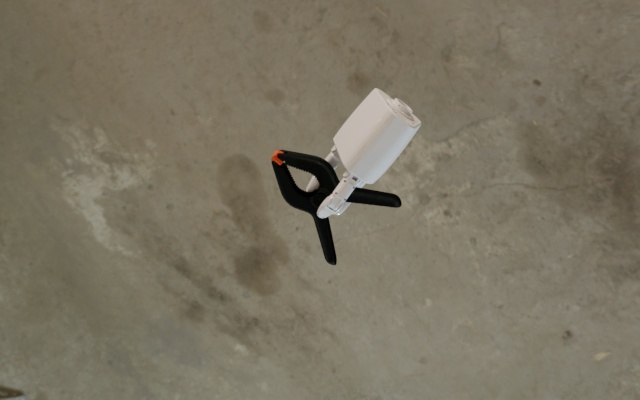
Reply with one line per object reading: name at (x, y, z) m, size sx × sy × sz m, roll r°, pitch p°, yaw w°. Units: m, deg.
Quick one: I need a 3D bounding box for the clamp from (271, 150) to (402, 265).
clamp at (0.000, 0.002, 0.766) m, size 0.210 × 0.164 × 0.036 m, roll 35°, pitch 21°, yaw -9°
